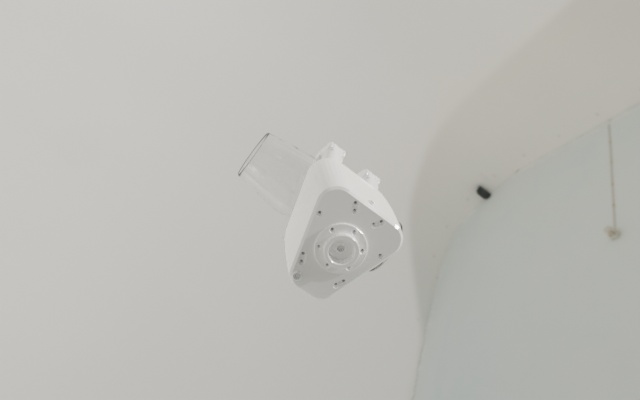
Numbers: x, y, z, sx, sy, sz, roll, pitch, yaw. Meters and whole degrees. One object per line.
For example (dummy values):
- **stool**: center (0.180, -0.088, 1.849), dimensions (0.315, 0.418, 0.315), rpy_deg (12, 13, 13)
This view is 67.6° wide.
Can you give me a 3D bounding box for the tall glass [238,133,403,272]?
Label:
- **tall glass**: center (0.001, 0.002, 0.578), dimensions (0.201, 0.079, 0.079), rpy_deg (36, -9, -13)
